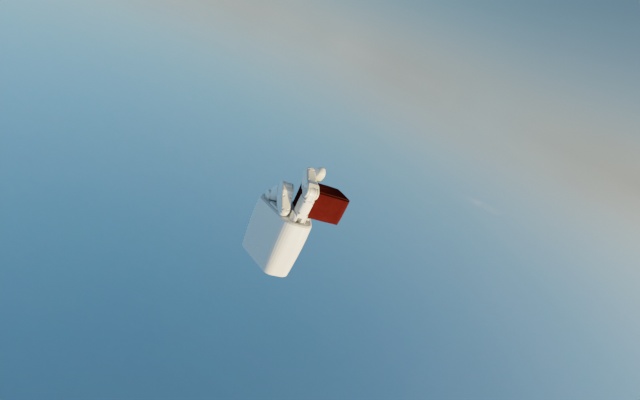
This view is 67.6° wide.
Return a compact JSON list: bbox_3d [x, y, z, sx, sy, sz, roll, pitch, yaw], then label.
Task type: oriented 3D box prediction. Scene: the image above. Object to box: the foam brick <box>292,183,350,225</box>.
[{"bbox_3d":[0.000,0.003,0.842,0.078,0.051,0.053,16,18,-27],"label":"foam brick"}]
